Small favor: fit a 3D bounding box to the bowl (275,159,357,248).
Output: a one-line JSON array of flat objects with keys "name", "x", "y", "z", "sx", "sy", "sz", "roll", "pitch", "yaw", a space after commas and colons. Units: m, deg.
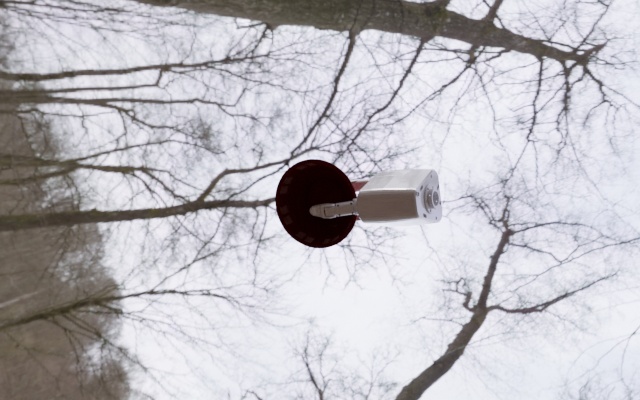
[{"name": "bowl", "x": -0.001, "y": 0.003, "z": 0.871, "sx": 0.162, "sy": 0.162, "sz": 0.055, "roll": 0, "pitch": 10, "yaw": 23}]
